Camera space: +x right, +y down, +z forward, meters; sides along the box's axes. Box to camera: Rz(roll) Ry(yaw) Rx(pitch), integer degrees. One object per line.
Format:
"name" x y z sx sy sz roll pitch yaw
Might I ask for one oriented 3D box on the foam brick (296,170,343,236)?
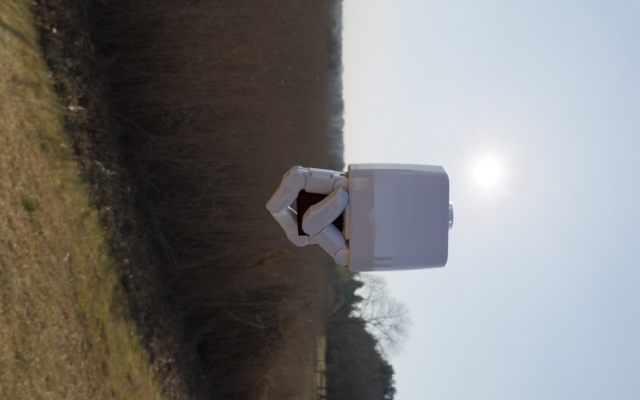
"foam brick" 0.000 0.002 0.559 0.051 0.053 0.078 -1 25 1
